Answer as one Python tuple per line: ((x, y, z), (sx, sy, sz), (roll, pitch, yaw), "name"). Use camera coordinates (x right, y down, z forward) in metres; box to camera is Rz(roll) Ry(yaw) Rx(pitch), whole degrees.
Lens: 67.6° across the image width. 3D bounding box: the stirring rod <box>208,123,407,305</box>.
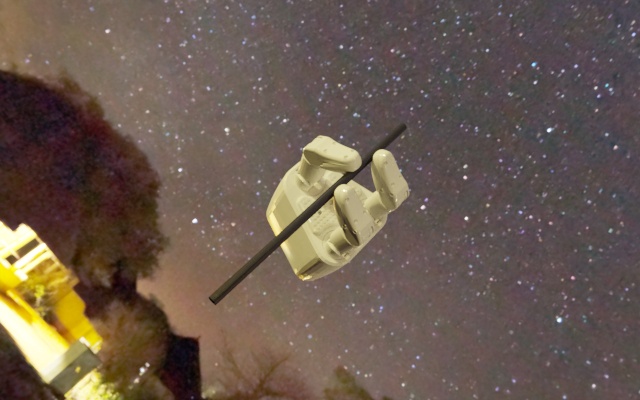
((0.000, 0.001, 0.403), (0.239, 0.011, 0.011), (-42, 22, -27), "stirring rod")
